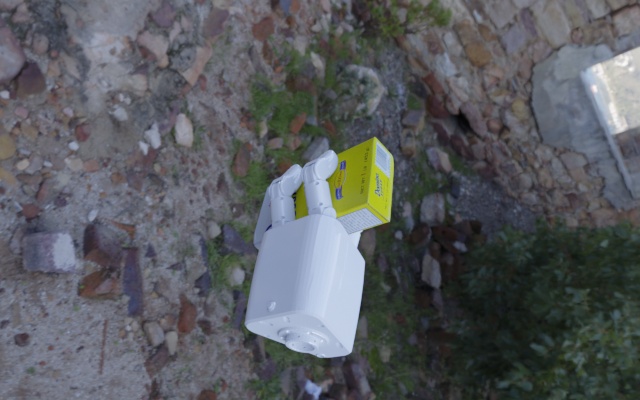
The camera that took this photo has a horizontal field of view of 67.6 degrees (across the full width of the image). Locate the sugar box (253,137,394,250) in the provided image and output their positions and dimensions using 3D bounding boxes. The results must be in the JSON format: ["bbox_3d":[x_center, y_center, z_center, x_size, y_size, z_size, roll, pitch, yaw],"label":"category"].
[{"bbox_3d":[0.000,0.002,0.554,0.176,0.093,0.048,-20,-46,35],"label":"sugar box"}]
